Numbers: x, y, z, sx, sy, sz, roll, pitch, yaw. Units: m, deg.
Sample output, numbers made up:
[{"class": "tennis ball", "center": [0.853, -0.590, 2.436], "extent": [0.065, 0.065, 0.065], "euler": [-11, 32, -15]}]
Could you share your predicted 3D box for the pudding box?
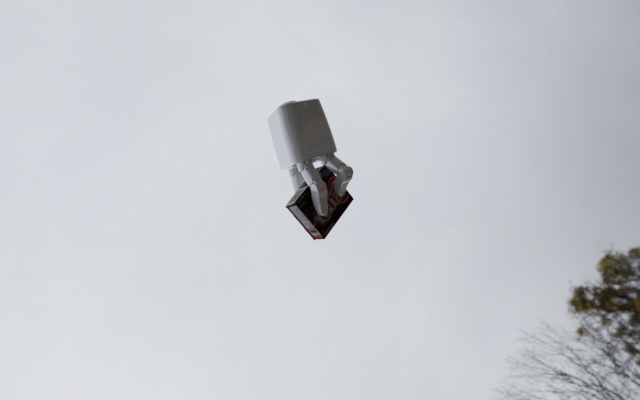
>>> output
[{"class": "pudding box", "center": [0.000, 0.003, 0.876], "extent": [0.039, 0.090, 0.113], "euler": [-14, 31, 53]}]
